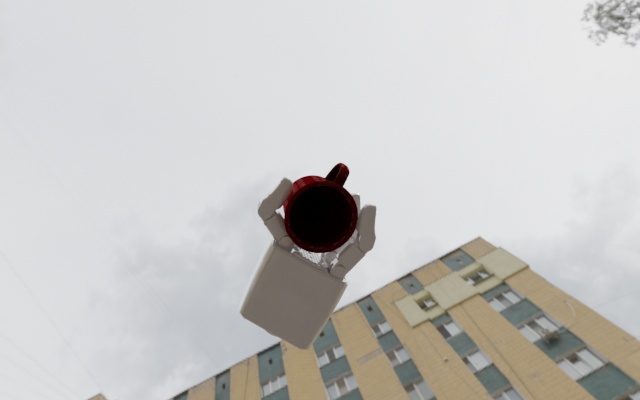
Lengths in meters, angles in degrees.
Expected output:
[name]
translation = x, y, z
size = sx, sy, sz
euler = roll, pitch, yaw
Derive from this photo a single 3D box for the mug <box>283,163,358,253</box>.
[mug]
translation = 0.001, 0.001, 0.625
size = 0.093, 0.117, 0.081
euler = 27, 7, -15
